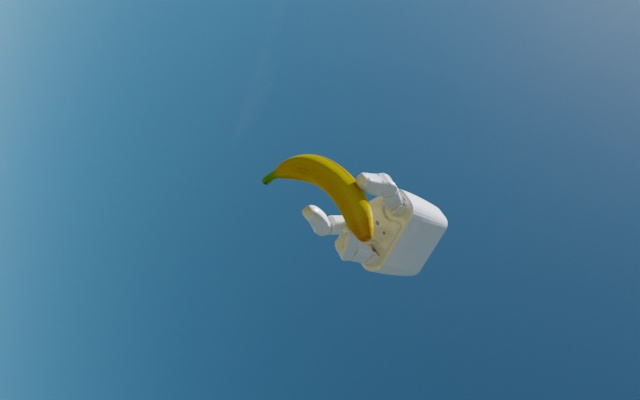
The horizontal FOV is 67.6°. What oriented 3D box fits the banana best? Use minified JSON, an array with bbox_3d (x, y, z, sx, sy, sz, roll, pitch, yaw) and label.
[{"bbox_3d":[0.006,-0.016,0.601,0.197,0.069,0.037,29,4,42],"label":"banana"}]
